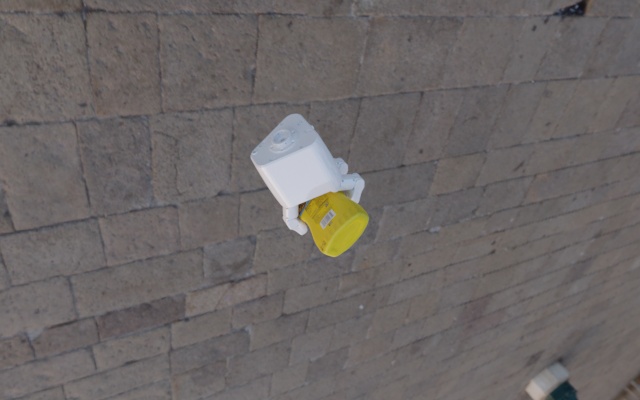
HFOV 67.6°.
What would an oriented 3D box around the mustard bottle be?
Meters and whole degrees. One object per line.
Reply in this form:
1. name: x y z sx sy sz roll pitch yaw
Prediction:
1. mustard bottle: 0.000 0.003 0.837 0.058 0.096 0.191 24 21 -45
